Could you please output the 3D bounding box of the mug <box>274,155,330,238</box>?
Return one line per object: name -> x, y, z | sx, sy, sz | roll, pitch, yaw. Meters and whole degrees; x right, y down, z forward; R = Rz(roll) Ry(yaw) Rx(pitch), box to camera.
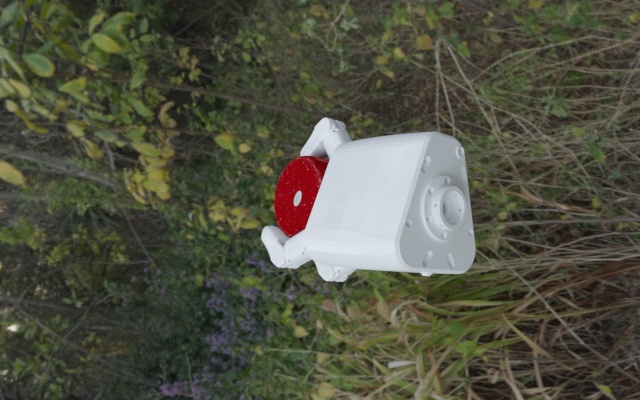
mug -> -0.001, 0.002, 0.489 | 0.081, 0.093, 0.117 | 10, -8, -37
